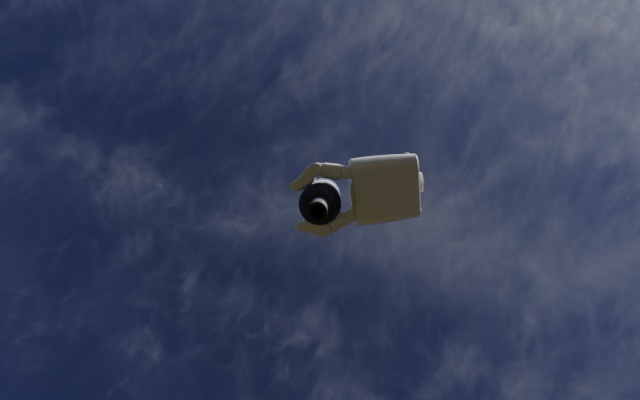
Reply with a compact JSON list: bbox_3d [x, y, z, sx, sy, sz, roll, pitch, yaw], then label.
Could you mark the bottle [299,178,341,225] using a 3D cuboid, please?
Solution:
[{"bbox_3d":[0.000,0.003,0.780,0.069,0.069,0.295,0,5,2],"label":"bottle"}]
